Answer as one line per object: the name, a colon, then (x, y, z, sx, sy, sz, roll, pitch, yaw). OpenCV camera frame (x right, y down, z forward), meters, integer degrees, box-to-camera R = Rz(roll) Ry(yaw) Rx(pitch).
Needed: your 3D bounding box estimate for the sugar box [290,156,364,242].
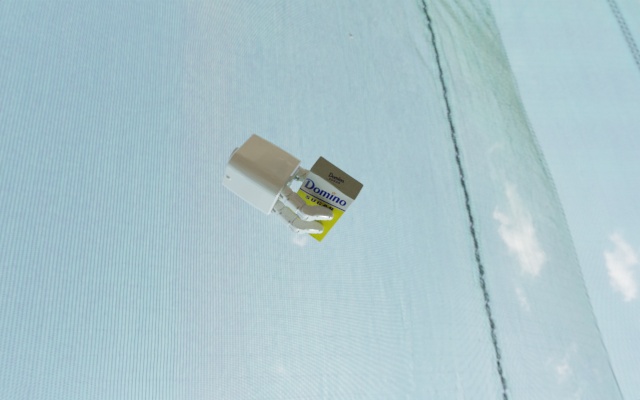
sugar box: (0.000, 0.003, 0.872, 0.093, 0.048, 0.176, 34, -33, 0)
